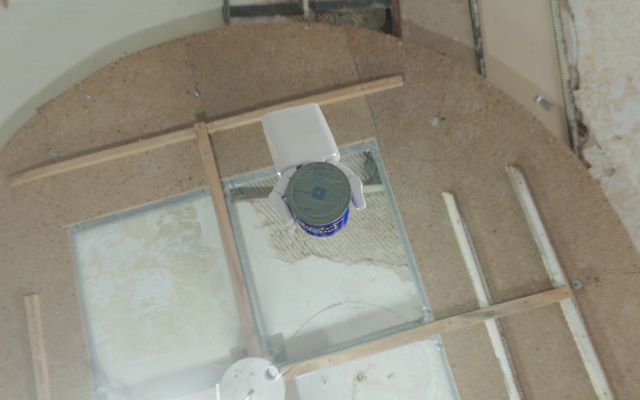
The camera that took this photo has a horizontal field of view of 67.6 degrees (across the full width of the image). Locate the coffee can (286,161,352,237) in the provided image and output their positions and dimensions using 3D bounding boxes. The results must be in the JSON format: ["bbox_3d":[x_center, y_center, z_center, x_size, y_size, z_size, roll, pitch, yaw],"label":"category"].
[{"bbox_3d":[0.000,0.003,0.816,0.103,0.102,0.140,0,-13,2],"label":"coffee can"}]
